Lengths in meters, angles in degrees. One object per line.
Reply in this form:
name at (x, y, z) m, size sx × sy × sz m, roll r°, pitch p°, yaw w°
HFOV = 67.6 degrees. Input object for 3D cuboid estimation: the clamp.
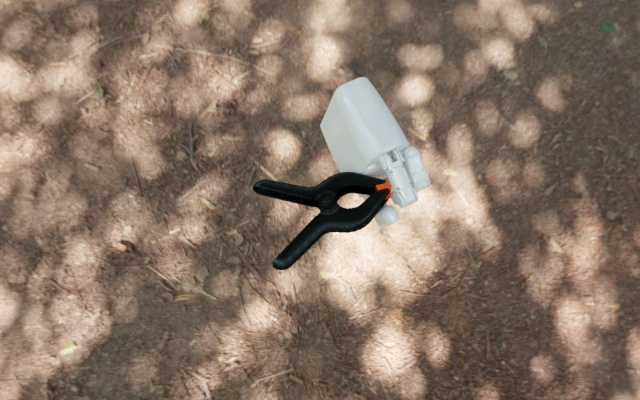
clamp at (0.000, 0.002, 0.591) m, size 0.171 × 0.120 × 0.039 m, roll -23°, pitch -18°, yaw -9°
